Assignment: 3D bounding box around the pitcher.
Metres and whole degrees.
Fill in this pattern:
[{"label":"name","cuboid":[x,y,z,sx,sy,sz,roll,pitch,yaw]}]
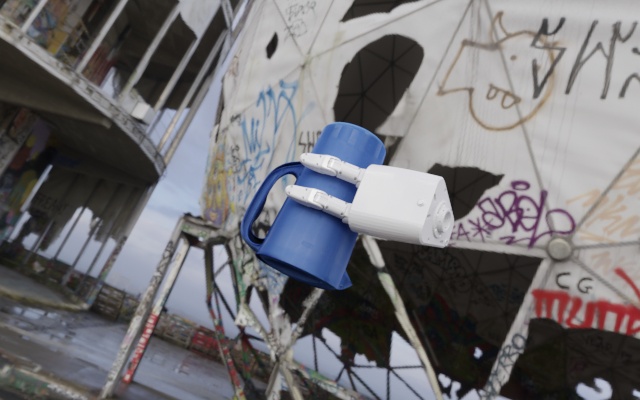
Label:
[{"label":"pitcher","cuboid":[0.000,0.002,0.725,0.145,0.242,0.149,12,-20,35]}]
